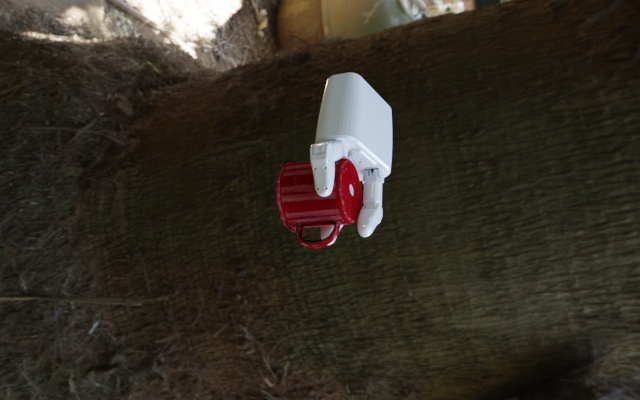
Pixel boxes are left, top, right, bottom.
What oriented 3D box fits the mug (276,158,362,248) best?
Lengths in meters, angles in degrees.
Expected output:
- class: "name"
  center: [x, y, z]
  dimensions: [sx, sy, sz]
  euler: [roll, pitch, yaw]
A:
- class: "mug"
  center: [0.000, 0.003, 0.590]
  dimensions: [0.081, 0.117, 0.093]
  euler: [-5, -28, 23]
